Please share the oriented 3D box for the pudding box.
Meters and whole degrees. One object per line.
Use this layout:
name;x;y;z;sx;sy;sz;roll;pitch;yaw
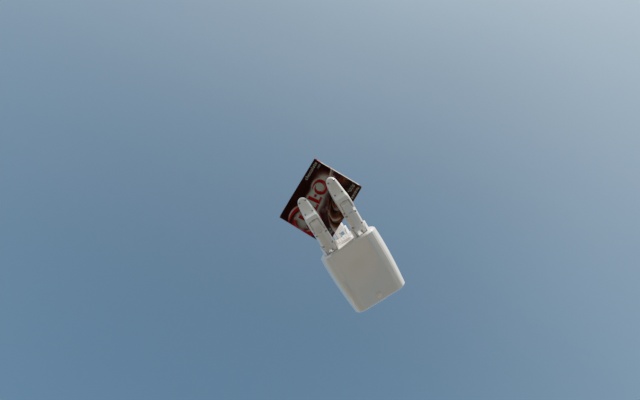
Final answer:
pudding box;0.000;0.003;0.774;0.090;0.113;0.039;31;-1;-1
